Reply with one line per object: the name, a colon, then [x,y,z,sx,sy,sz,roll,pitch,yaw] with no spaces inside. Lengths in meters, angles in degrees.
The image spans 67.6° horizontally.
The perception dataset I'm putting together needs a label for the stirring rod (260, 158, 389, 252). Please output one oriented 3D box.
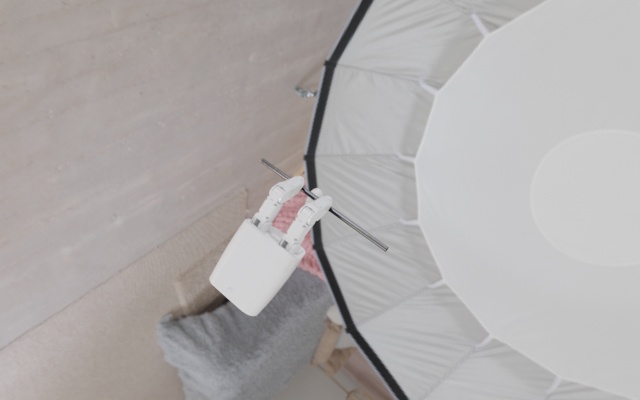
stirring rod: [0.000,0.002,0.699,0.239,0.011,0.011,35,14,21]
